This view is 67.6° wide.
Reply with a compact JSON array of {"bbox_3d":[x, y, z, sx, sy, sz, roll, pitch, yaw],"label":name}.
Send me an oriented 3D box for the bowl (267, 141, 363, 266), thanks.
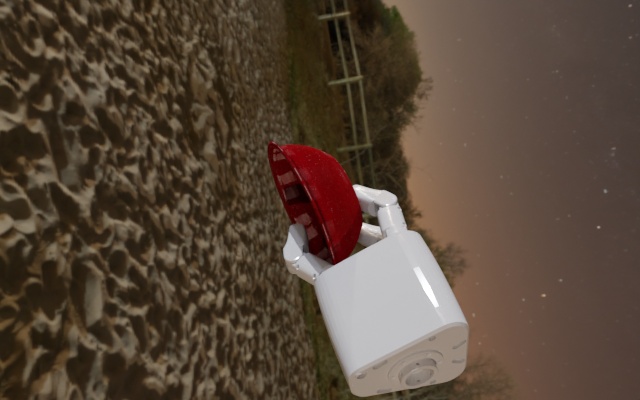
[{"bbox_3d":[0.000,0.001,0.521,0.055,0.162,0.162,-25,6,-13],"label":"bowl"}]
